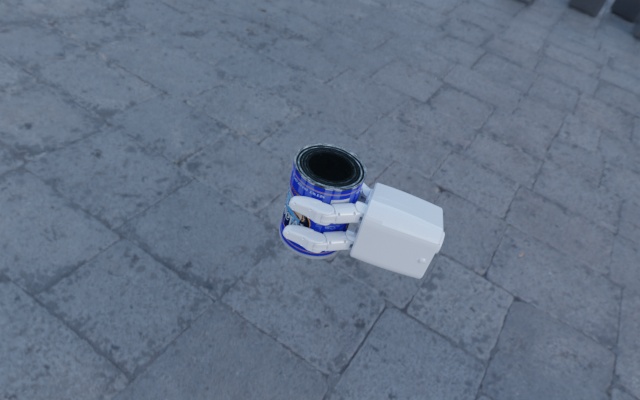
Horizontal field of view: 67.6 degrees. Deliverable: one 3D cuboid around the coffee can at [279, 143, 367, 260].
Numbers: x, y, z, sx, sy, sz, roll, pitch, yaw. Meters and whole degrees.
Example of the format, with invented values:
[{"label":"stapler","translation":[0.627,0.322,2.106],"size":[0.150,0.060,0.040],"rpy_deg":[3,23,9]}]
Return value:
[{"label":"coffee can","translation":[0.000,0.002,0.700],"size":[0.103,0.140,0.102],"rpy_deg":[9,41,-8]}]
